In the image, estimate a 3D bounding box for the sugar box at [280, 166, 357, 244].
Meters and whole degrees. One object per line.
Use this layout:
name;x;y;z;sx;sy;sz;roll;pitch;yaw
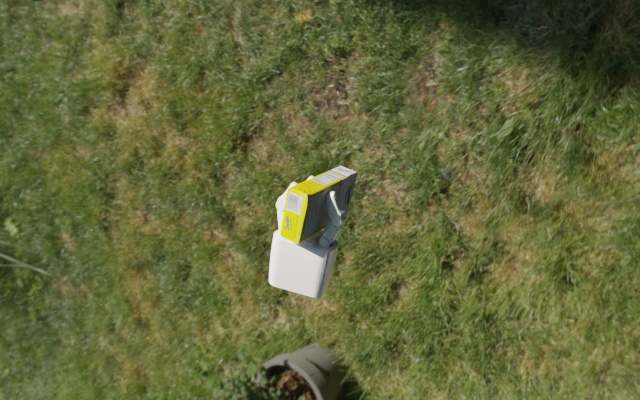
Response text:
sugar box;0.000;0.003;0.855;0.048;0.093;0.176;23;26;22
